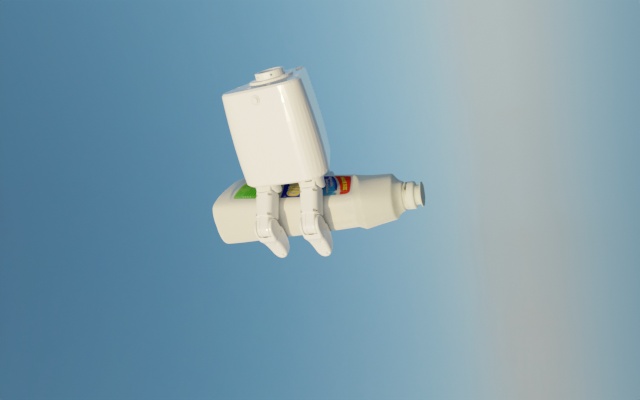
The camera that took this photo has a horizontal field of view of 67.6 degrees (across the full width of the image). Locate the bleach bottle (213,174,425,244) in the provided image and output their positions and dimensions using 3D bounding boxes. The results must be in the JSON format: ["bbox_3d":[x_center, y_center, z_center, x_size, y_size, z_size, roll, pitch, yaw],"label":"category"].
[{"bbox_3d":[0.000,0.002,0.580,0.251,0.068,0.102,-6,22,23],"label":"bleach bottle"}]
